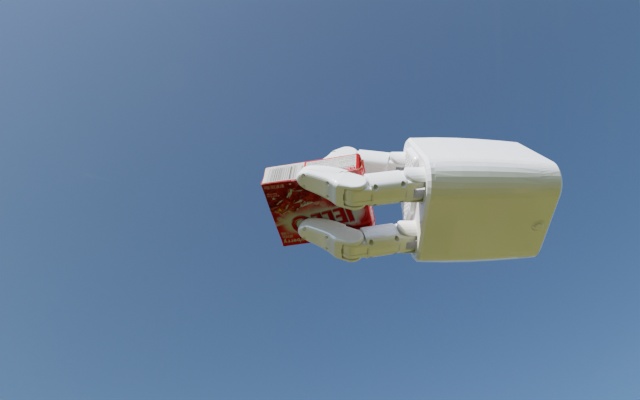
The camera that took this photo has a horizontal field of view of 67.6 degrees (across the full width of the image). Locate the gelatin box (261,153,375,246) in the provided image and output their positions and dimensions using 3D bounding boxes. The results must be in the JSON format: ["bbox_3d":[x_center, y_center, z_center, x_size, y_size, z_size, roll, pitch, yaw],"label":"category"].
[{"bbox_3d":[0.000,0.001,0.428,0.089,0.073,0.030,-8,36,11],"label":"gelatin box"}]
